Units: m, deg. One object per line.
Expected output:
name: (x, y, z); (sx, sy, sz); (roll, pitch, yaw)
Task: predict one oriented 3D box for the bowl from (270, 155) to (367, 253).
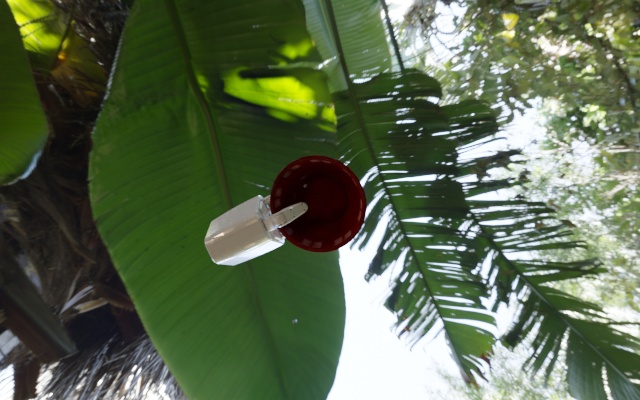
bowl: (0.001, 0.002, 0.799); (0.162, 0.162, 0.055); (0, 10, 13)
